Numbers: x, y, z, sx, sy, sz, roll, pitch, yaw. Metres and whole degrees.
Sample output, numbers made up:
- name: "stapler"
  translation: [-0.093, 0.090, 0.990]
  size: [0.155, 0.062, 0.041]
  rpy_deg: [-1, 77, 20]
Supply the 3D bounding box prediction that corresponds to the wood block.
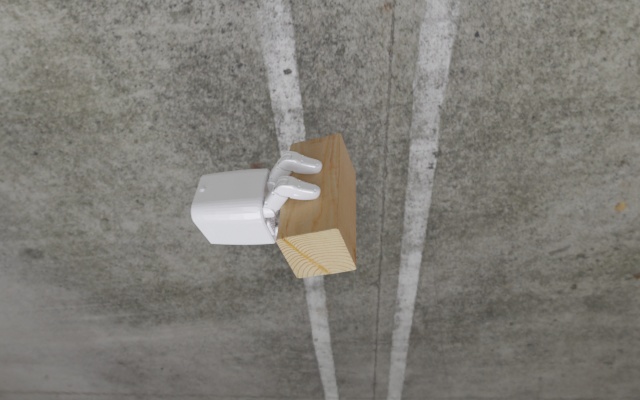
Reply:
- name: "wood block"
  translation: [0.000, 0.003, 0.717]
  size: [0.090, 0.206, 0.091]
  rpy_deg: [-11, -47, 14]
